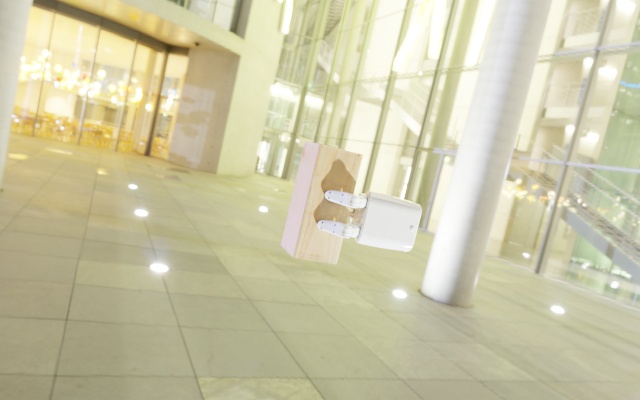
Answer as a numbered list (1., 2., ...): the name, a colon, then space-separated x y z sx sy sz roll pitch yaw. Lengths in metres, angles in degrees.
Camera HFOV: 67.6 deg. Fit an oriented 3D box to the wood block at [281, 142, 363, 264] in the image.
1. wood block: 0.000 0.003 0.890 0.090 0.206 0.091 12 5 -20
